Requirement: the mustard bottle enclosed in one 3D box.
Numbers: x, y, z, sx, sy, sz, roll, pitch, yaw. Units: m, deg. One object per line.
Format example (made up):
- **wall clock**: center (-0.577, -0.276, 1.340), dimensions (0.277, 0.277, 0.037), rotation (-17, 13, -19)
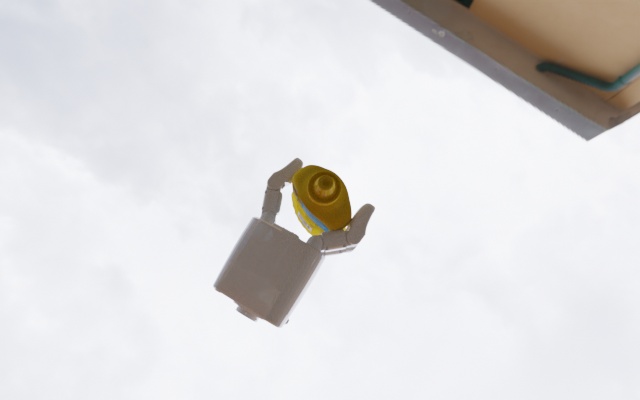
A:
- **mustard bottle**: center (0.000, 0.002, 0.636), dimensions (0.058, 0.096, 0.192), rotation (-35, -9, -10)
